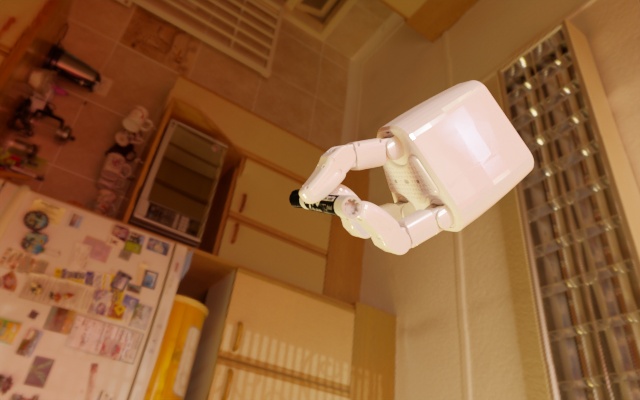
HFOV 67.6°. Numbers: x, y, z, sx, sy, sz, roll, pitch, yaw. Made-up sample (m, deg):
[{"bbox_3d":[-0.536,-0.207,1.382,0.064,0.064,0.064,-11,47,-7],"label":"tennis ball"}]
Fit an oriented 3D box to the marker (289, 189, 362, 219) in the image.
[{"bbox_3d":[0.000,0.001,0.431,0.020,0.020,0.121,0,4,-25],"label":"marker"}]
